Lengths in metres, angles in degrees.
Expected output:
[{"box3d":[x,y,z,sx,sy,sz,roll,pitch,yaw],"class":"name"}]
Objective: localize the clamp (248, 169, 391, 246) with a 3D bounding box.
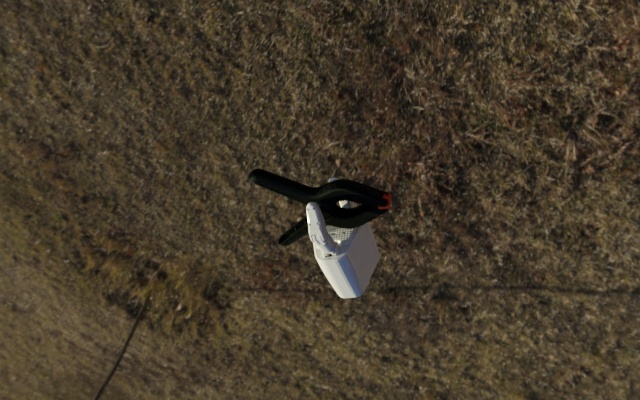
[{"box3d":[0.001,0.003,0.731,0.210,0.036,0.165,-9,-47,20],"class":"clamp"}]
